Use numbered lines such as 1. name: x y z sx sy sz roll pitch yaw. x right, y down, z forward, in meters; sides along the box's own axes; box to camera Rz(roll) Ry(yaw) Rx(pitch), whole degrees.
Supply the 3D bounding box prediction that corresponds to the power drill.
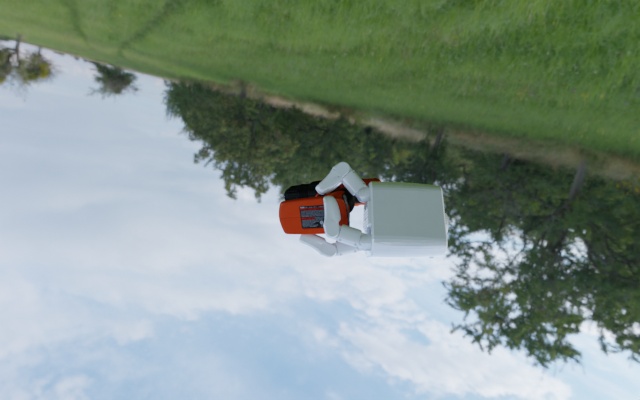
1. power drill: 0.000 0.003 0.788 0.184 0.057 0.187 -5 13 20
